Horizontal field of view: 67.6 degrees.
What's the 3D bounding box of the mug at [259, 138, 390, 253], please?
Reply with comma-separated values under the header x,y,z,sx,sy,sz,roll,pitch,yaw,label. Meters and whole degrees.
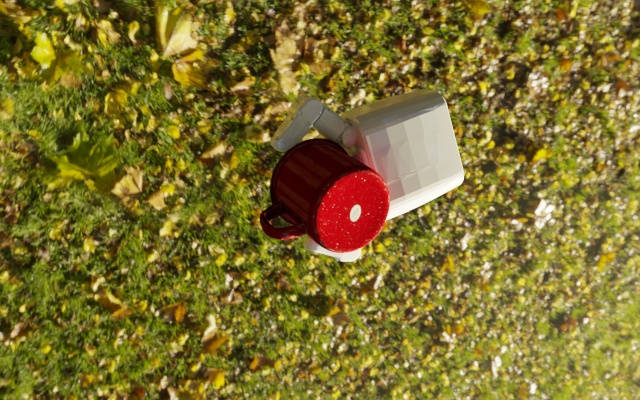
x,y,z,sx,sy,sz,roll,pitch,yaw,label
-0.001,0.002,0.438,0.117,0.093,0.081,-24,30,-18,mug
